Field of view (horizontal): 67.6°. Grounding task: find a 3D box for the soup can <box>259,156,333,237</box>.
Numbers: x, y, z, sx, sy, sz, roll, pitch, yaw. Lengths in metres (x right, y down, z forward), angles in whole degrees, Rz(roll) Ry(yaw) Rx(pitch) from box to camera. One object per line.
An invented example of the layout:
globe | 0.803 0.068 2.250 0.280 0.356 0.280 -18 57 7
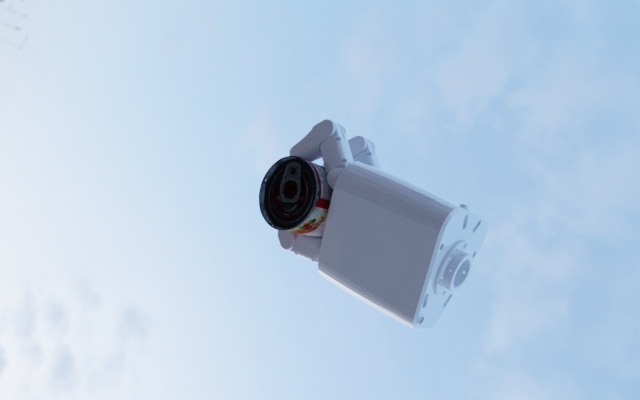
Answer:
soup can | 0.000 0.001 0.462 0.068 0.068 0.102 0 -10 37
